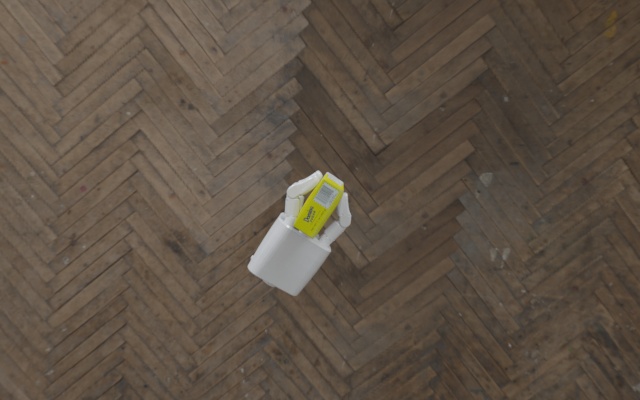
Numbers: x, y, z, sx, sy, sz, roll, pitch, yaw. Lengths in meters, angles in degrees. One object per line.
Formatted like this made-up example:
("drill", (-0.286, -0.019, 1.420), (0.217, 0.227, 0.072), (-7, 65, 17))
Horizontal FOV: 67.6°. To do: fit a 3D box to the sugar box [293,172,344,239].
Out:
("sugar box", (0.000, 0.003, 0.832), (0.048, 0.093, 0.176), (34, 6, -4))
